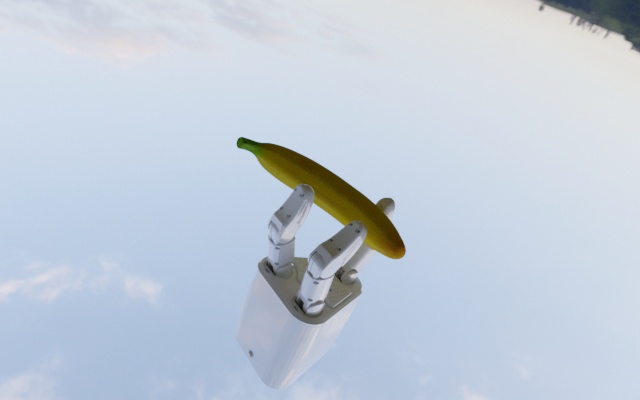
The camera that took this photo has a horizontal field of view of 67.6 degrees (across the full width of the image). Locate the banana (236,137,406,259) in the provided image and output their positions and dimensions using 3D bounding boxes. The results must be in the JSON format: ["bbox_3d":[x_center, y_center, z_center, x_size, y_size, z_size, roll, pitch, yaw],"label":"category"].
[{"bbox_3d":[0.005,-0.005,0.481,0.198,0.037,0.069,33,25,14],"label":"banana"}]
